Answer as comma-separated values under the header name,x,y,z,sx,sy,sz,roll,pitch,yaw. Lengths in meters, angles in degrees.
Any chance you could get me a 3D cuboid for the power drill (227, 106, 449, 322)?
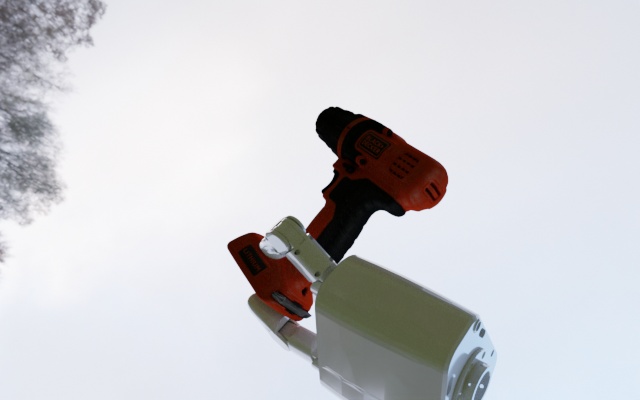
name,x,y,z,sx,sy,sz,roll,pitch,yaw
power drill,0.000,0.002,0.444,0.057,0.187,0.184,41,1,-38
